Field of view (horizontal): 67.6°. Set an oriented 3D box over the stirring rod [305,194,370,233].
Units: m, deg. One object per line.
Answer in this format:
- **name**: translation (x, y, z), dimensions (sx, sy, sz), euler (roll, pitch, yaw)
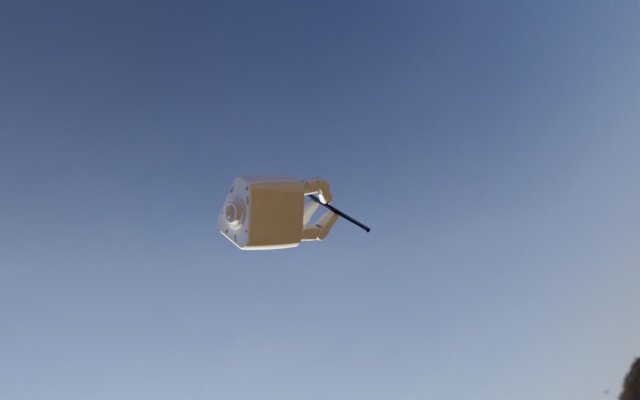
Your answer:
- **stirring rod**: translation (0.000, 0.003, 0.852), dimensions (0.011, 0.011, 0.239), euler (0, 22, -44)
